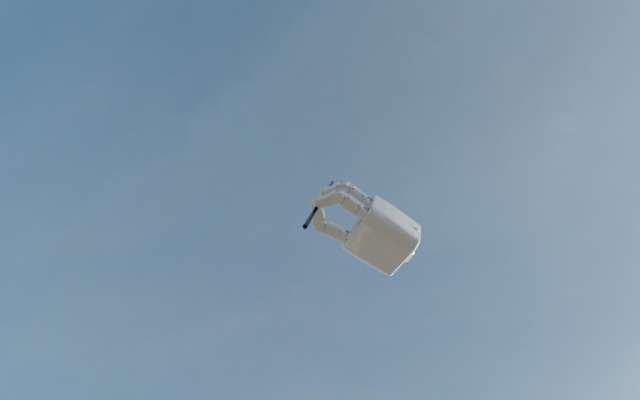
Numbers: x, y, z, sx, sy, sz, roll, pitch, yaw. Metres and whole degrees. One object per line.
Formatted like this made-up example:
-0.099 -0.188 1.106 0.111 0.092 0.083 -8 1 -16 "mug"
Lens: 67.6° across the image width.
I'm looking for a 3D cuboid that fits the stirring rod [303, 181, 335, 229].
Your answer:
0.000 0.003 0.883 0.011 0.011 0.239 0 19 13 "stirring rod"
